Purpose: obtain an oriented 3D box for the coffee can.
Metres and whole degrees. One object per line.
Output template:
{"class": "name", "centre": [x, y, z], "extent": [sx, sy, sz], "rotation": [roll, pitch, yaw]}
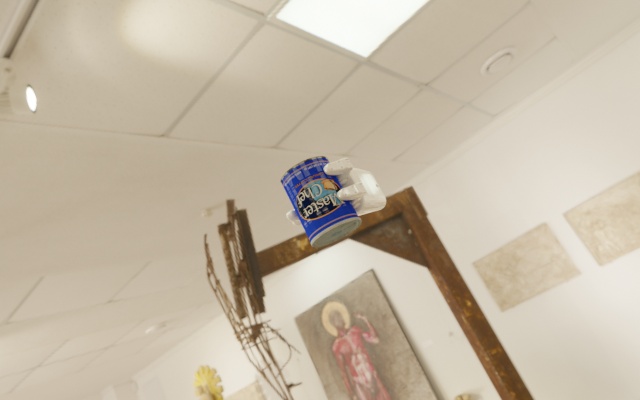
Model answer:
{"class": "coffee can", "centre": [0.000, 0.003, 0.895], "extent": [0.103, 0.140, 0.103], "rotation": [-25, -17, -8]}
